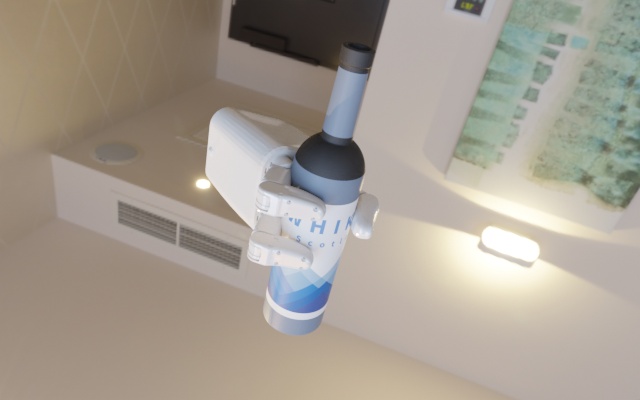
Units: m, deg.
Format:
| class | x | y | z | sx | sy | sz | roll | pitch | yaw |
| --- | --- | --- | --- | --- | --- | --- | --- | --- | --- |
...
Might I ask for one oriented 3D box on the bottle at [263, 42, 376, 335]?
| class | x | y | z | sx | sy | sz | roll | pitch | yaw |
| --- | --- | --- | --- | --- | --- | --- | --- | --- | --- |
| bottle | 0.000 | 0.002 | 0.452 | 0.069 | 0.296 | 0.069 | 10 | 31 | -6 |
